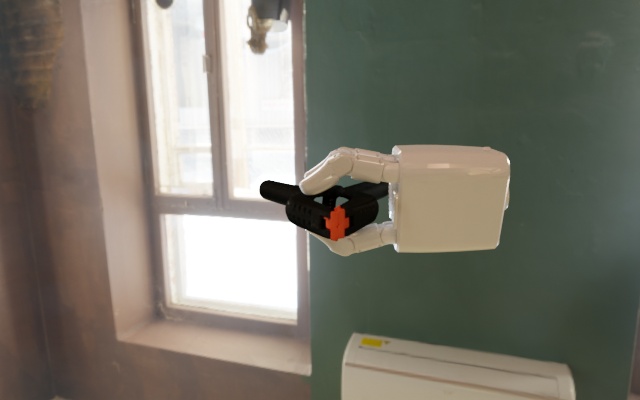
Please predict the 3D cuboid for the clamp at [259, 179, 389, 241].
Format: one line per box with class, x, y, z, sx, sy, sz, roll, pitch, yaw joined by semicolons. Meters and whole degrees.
clamp;0.000;0.003;0.520;0.164;0.036;0.210;-1;11;4
